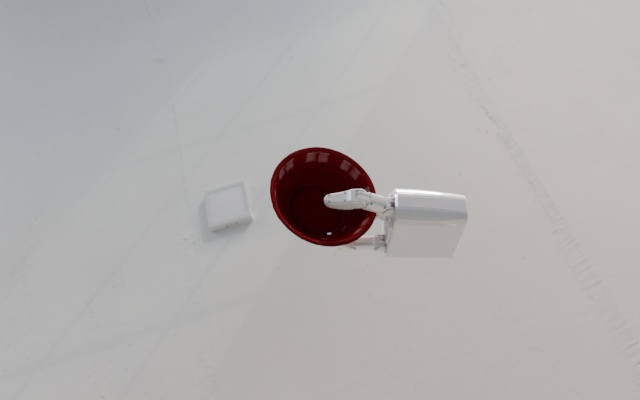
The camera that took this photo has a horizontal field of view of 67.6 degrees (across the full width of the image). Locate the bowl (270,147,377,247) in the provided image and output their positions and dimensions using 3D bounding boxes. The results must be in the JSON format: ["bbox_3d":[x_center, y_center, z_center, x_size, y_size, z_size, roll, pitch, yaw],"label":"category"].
[{"bbox_3d":[-0.001,0.002,0.712,0.162,0.162,0.055,0,-26,-17],"label":"bowl"}]
